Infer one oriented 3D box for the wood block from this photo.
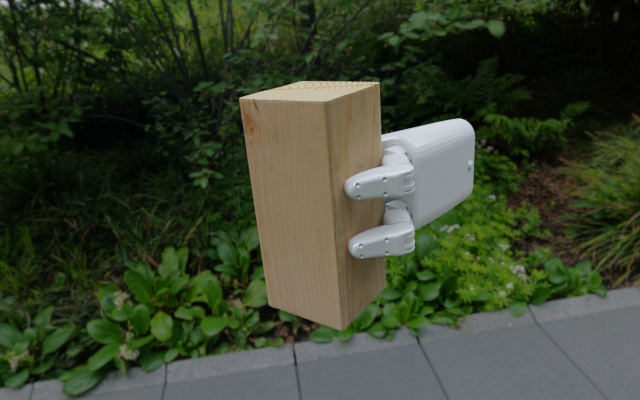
[{"bbox_3d":[0.000,0.001,0.444,0.091,0.206,0.090,10,27,34],"label":"wood block"}]
